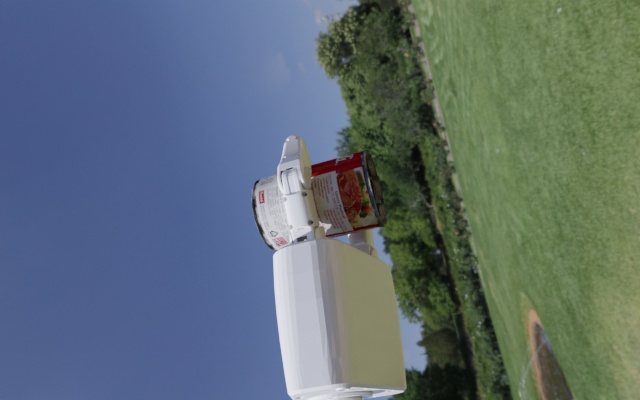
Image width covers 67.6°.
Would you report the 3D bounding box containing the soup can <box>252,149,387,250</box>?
[{"bbox_3d":[0.000,0.001,0.417,0.102,0.068,0.068,-14,-4,14],"label":"soup can"}]
